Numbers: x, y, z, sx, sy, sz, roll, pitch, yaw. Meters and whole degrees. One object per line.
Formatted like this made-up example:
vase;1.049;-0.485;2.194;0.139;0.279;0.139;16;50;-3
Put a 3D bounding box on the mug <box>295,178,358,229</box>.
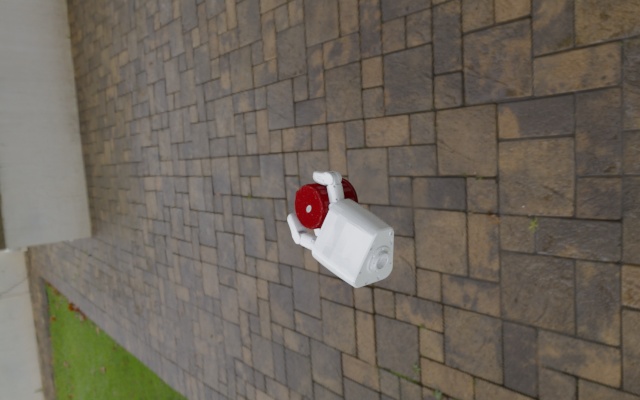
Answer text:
mug;-0.001;0.002;0.873;0.081;0.093;0.117;-8;29;-40
